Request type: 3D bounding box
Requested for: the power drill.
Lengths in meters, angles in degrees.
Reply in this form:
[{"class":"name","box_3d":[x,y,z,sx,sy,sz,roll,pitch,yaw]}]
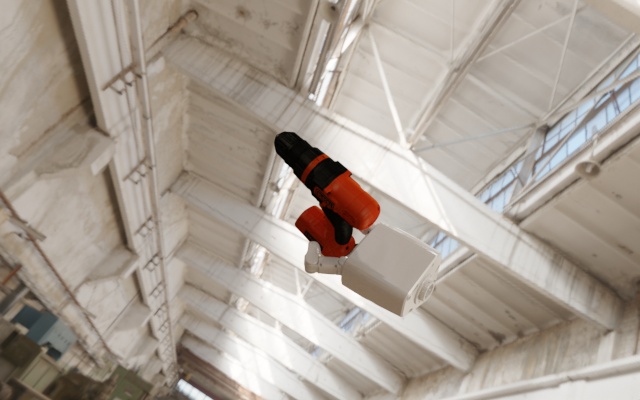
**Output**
[{"class":"power drill","box_3d":[0.000,0.003,0.706,0.057,0.184,0.188,-38,-21,-20]}]
